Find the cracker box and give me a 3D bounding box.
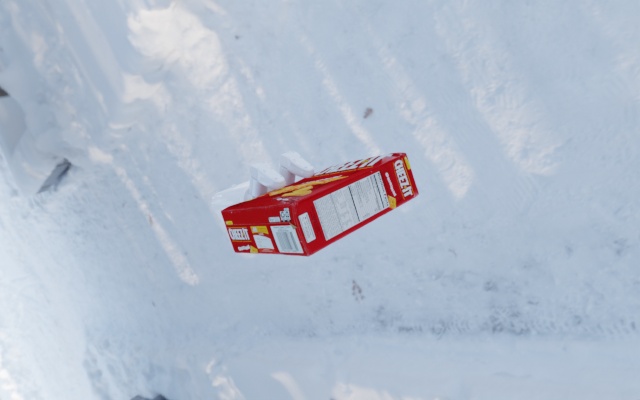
[{"bbox_3d":[0.000,0.002,0.646,0.213,0.072,0.164,-25,13,-38],"label":"cracker box"}]
